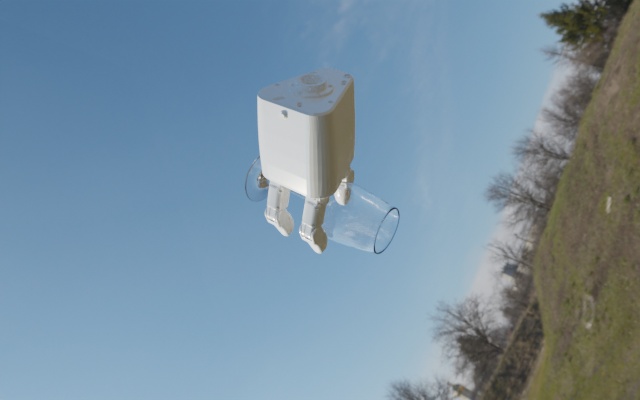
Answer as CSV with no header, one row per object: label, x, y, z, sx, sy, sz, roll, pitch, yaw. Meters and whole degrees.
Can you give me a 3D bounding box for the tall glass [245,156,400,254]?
tall glass,0.000,0.002,0.624,0.201,0.079,0.079,24,11,27
